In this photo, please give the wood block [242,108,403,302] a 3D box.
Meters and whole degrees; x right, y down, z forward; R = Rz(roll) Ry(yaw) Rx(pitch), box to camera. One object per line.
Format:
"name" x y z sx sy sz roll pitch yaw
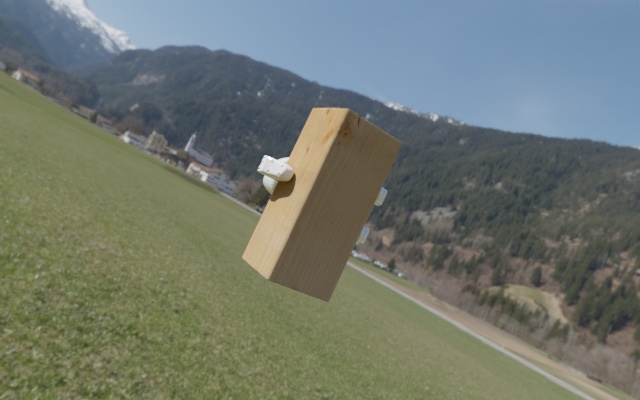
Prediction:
"wood block" 0.000 0.002 0.574 0.091 0.206 0.090 26 -2 -30
